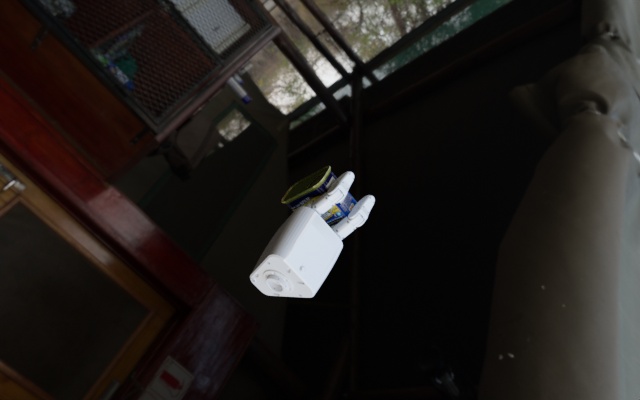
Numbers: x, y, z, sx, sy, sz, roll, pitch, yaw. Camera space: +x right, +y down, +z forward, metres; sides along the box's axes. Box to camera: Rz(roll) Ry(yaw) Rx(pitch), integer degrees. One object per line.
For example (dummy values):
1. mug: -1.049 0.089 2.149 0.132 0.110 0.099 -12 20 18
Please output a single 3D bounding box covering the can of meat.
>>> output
1. can of meat: 0.000 0.003 0.795 0.102 0.084 0.057 -26 23 39
